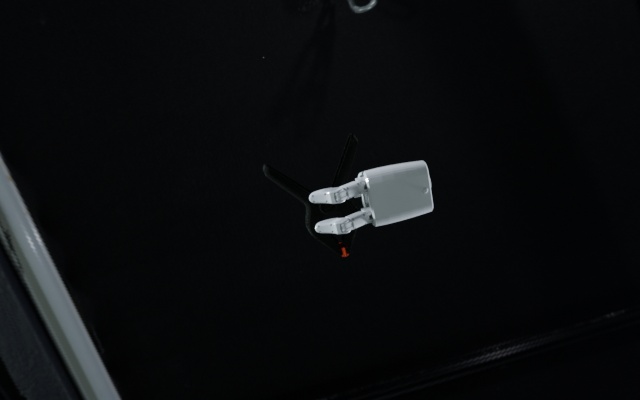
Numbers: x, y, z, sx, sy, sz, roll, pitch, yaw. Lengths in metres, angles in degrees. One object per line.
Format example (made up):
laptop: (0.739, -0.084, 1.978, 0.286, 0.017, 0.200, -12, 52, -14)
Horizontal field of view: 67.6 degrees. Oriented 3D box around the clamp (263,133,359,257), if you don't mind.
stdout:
clamp: (0.000, 0.003, 0.821, 0.164, 0.210, 0.036, -13, 18, 0)
